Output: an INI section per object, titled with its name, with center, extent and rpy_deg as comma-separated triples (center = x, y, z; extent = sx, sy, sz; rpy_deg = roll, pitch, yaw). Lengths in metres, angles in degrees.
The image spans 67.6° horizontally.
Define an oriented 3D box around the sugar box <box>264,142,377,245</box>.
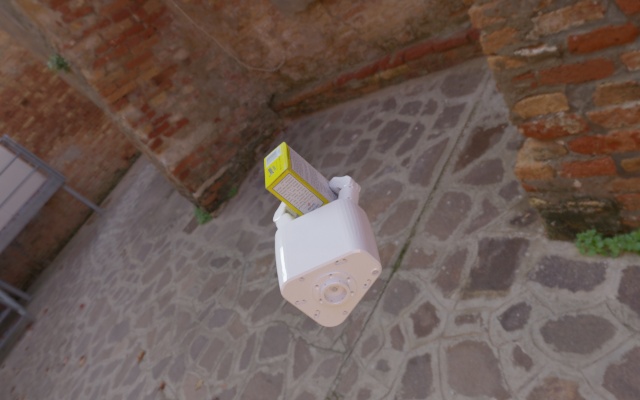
[sugar box]
center = 0.000, 0.003, 0.663
extent = 0.176, 0.048, 0.093
rpy_deg = 43, 17, -26
